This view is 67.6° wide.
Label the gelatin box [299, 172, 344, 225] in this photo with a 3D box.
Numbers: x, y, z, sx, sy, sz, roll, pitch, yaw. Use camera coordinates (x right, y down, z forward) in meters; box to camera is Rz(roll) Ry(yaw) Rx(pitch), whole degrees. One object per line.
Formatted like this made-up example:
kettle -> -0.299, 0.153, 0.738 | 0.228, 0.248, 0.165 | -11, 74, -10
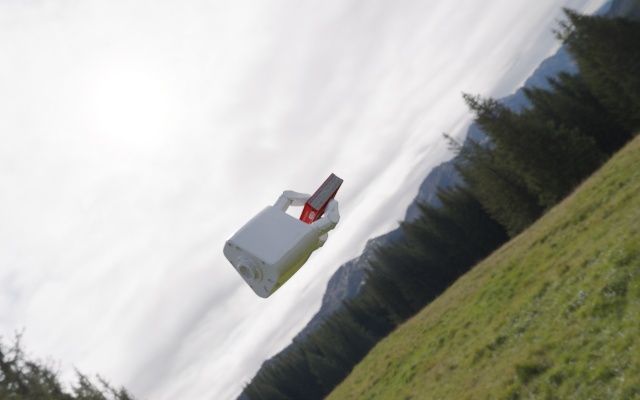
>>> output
gelatin box -> 0.000, 0.002, 0.856 | 0.030, 0.089, 0.073 | 36, -32, 6
